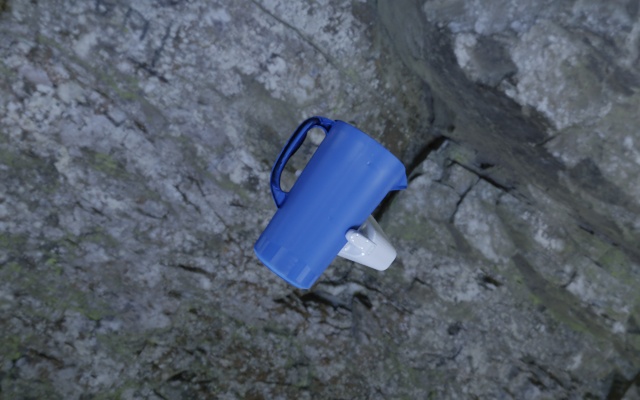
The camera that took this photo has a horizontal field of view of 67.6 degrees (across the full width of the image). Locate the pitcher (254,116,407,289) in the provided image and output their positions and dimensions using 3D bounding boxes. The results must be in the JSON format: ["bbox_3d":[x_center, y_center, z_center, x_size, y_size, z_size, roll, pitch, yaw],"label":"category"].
[{"bbox_3d":[0.000,0.002,0.726,0.149,0.243,0.145,36,0,37],"label":"pitcher"}]
